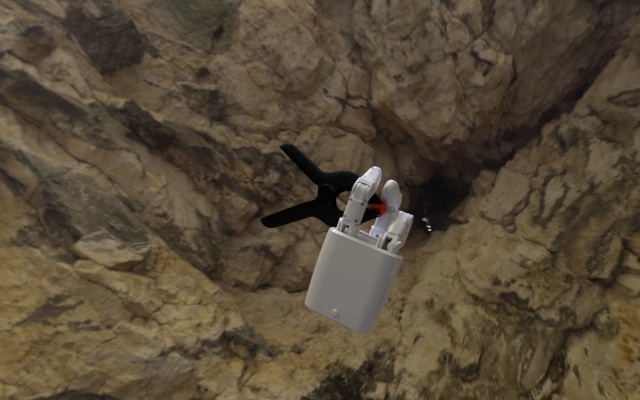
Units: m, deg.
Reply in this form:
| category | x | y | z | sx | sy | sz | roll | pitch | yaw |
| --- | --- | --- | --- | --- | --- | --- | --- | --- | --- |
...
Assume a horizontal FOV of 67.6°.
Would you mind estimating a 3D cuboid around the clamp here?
| category | x | y | z | sx | sy | sz | roll | pitch | yaw |
| --- | --- | --- | --- | --- | --- | --- | --- | --- | --- |
| clamp | 0.000 | 0.002 | 0.648 | 0.171 | 0.120 | 0.039 | 22 | 4 | 19 |
